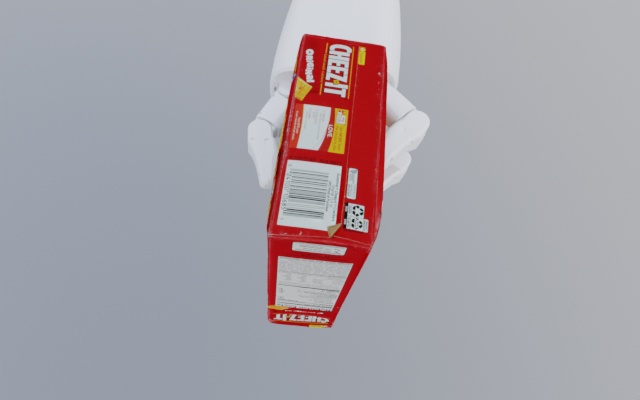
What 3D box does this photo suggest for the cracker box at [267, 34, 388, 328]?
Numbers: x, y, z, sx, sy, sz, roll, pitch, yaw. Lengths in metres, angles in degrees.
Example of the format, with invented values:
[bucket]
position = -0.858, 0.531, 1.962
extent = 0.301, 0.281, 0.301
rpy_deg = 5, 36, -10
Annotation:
[cracker box]
position = 0.000, 0.001, 0.401
extent = 0.072, 0.164, 0.214
rpy_deg = 8, -28, -2
